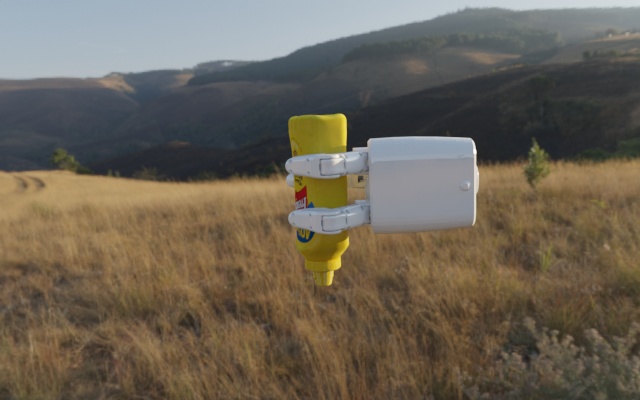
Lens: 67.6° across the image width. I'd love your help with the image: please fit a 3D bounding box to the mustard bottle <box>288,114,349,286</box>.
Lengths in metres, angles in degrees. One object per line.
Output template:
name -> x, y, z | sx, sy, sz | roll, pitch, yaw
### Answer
mustard bottle -> 0.000, 0.002, 0.533 | 0.058, 0.191, 0.096 | -6, 10, -19
